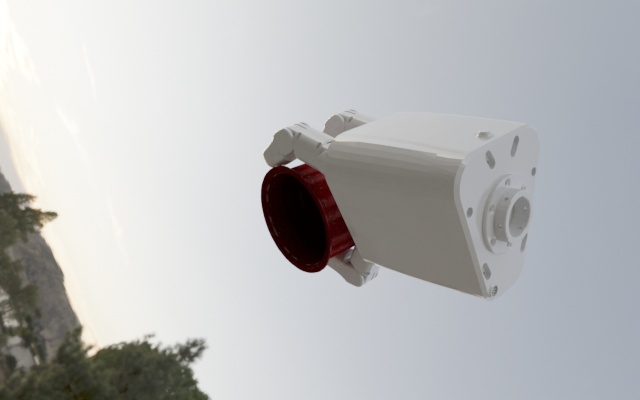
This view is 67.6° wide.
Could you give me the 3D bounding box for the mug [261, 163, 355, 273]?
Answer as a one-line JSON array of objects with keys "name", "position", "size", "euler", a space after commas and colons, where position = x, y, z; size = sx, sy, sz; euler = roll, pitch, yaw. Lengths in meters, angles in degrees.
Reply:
[{"name": "mug", "position": [-0.001, 0.001, 0.422], "size": [0.081, 0.093, 0.117], "euler": [-23, 26, -35]}]
